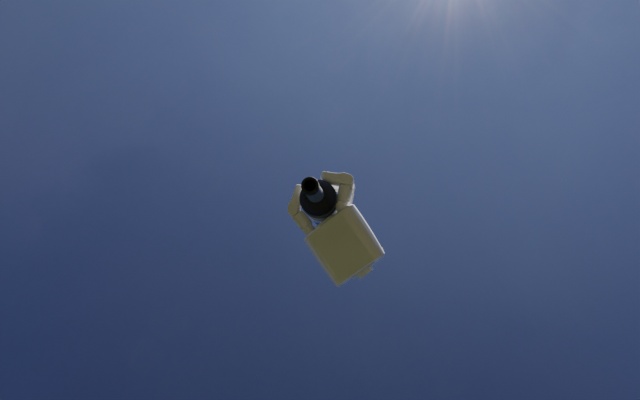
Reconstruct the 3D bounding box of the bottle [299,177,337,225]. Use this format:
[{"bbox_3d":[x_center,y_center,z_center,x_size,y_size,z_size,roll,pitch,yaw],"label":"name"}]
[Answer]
[{"bbox_3d":[0.000,0.003,0.871,0.069,0.069,0.296,0,-10,7],"label":"bottle"}]
